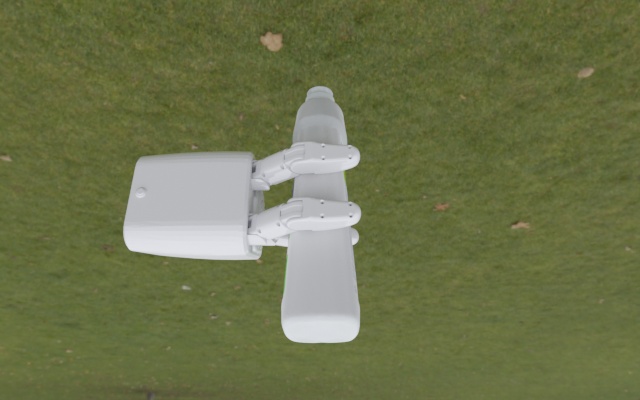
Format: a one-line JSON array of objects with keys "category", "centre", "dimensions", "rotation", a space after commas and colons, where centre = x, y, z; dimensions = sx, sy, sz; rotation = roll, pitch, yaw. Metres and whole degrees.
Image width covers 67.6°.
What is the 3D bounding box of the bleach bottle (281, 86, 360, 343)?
[{"category": "bleach bottle", "centre": [0.000, 0.002, 0.465], "dimensions": [0.068, 0.250, 0.103], "rotation": [-1, -27, 1]}]
